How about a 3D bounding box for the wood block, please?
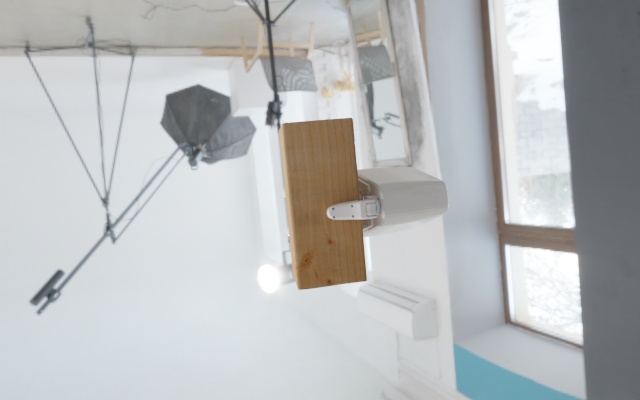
[{"bbox_3d":[0.001,0.002,0.629,0.090,0.206,0.091,-6,3,-8],"label":"wood block"}]
